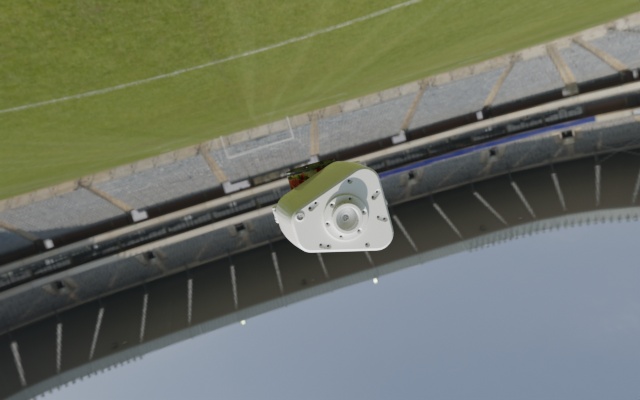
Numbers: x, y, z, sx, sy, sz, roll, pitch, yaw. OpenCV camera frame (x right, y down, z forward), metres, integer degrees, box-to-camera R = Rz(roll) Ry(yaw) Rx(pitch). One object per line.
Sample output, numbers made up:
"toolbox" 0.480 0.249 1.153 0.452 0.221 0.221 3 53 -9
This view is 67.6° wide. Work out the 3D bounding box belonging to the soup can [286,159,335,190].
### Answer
"soup can" 0.000 0.002 0.641 0.068 0.102 0.068 -16 9 3
